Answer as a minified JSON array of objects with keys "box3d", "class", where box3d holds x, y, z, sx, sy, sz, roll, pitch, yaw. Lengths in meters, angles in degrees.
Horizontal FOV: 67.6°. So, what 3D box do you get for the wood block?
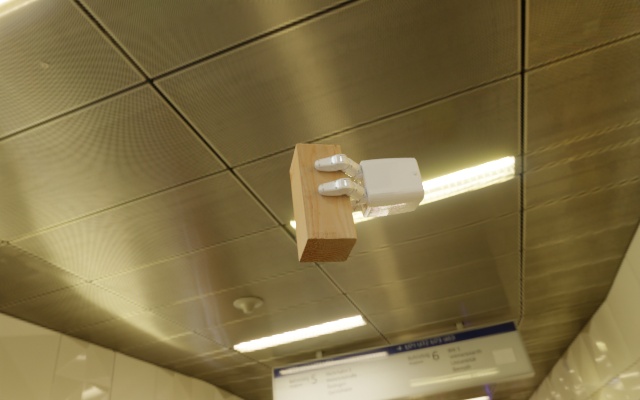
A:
[{"box3d":[0.000,0.003,0.889,0.090,0.206,0.091,0,-34,-13],"class":"wood block"}]
